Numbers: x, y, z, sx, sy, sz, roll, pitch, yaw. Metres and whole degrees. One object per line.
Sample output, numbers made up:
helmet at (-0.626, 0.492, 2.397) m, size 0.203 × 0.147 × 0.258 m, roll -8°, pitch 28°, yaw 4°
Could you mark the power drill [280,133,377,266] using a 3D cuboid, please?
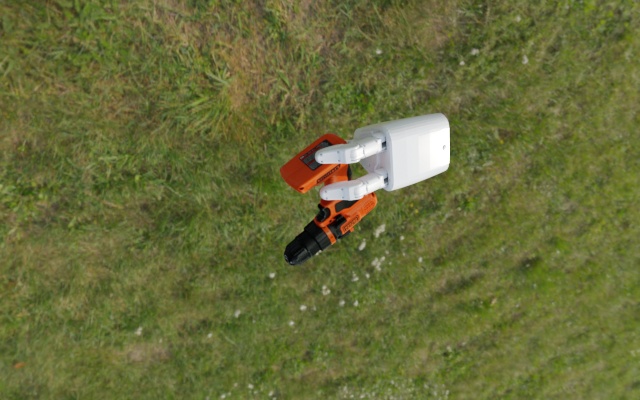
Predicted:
power drill at (0.000, 0.002, 0.733) m, size 0.057 × 0.184 × 0.188 m, roll 41°, pitch -17°, yaw 33°
